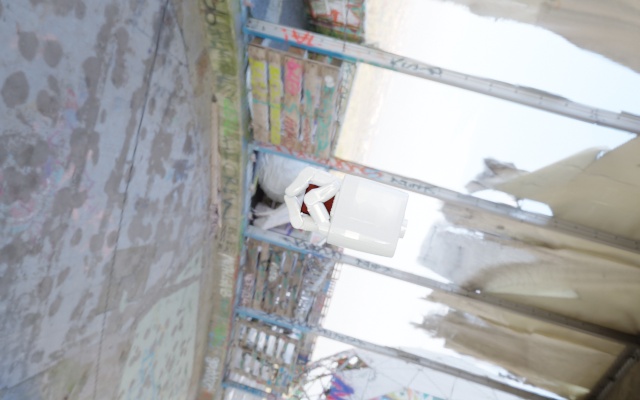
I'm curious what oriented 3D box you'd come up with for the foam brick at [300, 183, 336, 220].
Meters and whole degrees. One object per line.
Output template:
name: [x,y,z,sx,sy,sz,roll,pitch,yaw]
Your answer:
foam brick: [0.000,0.003,0.806,0.051,0.053,0.078,15,1,5]
